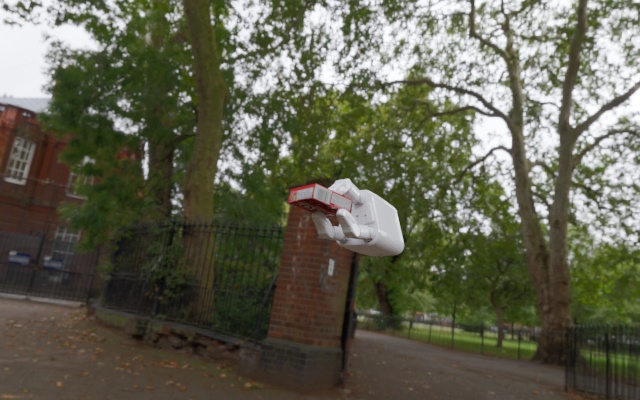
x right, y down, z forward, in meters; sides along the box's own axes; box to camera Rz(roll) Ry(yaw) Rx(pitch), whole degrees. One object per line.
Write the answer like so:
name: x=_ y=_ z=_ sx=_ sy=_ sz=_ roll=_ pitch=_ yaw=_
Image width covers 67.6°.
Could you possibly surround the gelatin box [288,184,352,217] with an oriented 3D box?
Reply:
gelatin box: x=0.000 y=0.002 z=0.837 sx=0.089 sy=0.030 sz=0.073 roll=23 pitch=-20 yaw=-35
